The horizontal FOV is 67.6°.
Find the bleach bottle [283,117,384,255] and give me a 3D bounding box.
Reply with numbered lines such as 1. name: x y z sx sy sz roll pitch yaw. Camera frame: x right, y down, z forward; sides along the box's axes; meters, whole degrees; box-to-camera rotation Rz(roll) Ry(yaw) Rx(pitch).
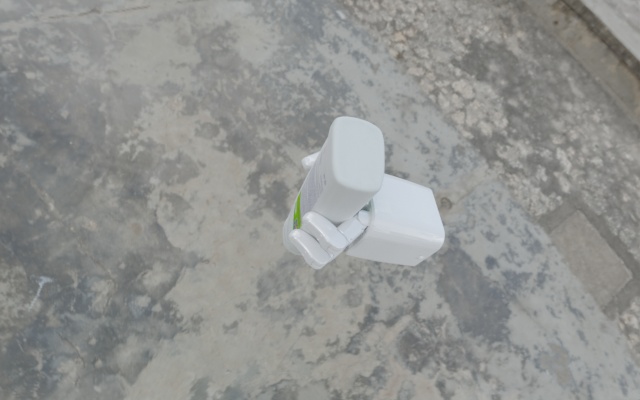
1. bleach bottle: 0.000 0.002 0.638 0.068 0.102 0.251 13 -31 -16
